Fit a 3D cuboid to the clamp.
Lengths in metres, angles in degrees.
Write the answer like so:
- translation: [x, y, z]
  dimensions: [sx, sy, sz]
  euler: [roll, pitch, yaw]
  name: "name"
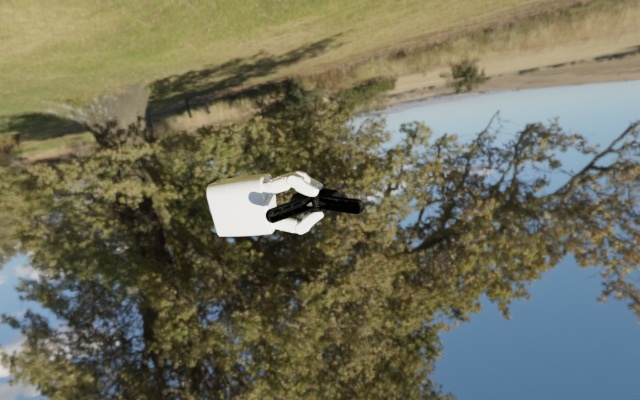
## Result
- translation: [0.000, 0.004, 0.880]
  dimensions: [0.164, 0.036, 0.210]
  euler: [-4, 10, 8]
  name: "clamp"
